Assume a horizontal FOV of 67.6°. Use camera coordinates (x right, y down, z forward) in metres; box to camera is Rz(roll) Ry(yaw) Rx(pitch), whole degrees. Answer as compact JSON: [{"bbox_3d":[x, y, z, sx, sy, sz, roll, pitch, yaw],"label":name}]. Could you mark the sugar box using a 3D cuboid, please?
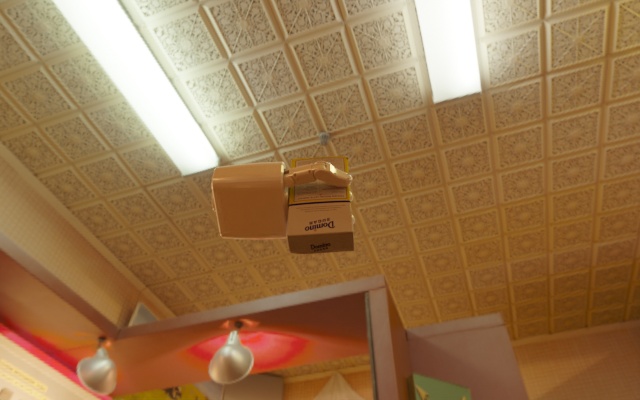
[{"bbox_3d":[0.000,0.003,0.718,0.093,0.048,0.176,-3,44,3],"label":"sugar box"}]
